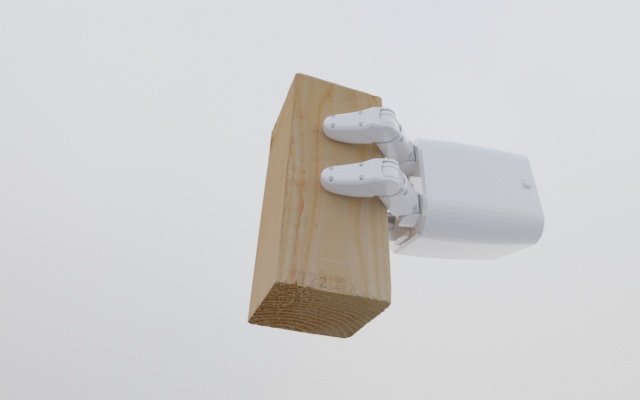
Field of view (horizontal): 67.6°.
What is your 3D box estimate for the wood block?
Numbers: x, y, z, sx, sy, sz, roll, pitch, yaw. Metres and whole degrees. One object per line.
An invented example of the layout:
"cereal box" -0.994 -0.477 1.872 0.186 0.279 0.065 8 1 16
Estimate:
"wood block" 0.000 0.002 0.418 0.090 0.206 0.091 13 -36 -14
